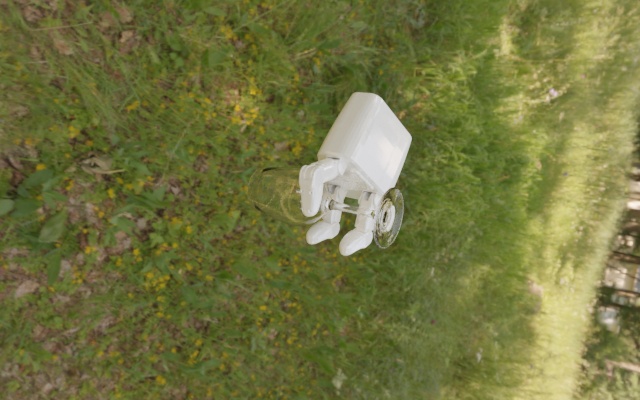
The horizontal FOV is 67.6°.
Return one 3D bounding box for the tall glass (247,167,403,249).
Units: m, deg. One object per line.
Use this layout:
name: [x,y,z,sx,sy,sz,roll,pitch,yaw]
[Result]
tall glass: [0.001,0.002,0.616,0.201,0.079,0.079,13,7,32]
